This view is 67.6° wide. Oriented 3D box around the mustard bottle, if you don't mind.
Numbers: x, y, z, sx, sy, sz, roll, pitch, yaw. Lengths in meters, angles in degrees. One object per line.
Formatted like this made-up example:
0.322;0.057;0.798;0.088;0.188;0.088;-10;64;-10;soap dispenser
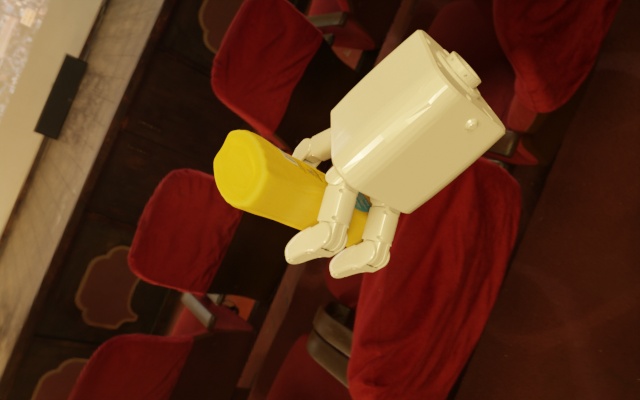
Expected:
0.000;0.002;0.444;0.192;0.058;0.096;24;12;-38;mustard bottle
